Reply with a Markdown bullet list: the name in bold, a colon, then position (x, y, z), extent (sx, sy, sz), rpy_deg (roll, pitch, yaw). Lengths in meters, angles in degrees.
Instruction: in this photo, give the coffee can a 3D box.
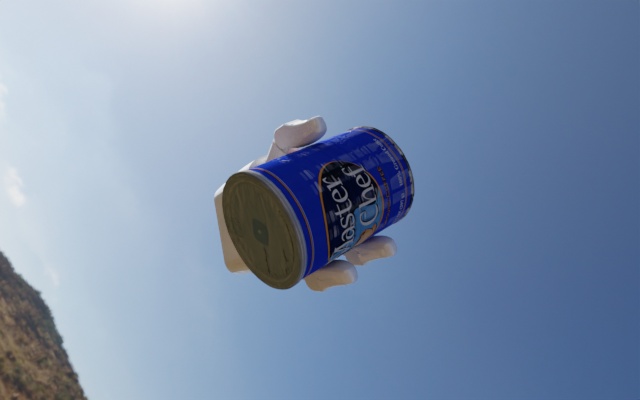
- **coffee can**: position (0.000, 0.001, 0.424), extent (0.140, 0.103, 0.103), rpy_deg (-26, 16, -37)
